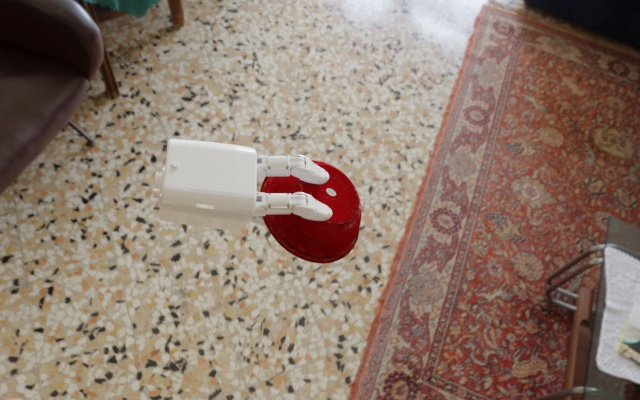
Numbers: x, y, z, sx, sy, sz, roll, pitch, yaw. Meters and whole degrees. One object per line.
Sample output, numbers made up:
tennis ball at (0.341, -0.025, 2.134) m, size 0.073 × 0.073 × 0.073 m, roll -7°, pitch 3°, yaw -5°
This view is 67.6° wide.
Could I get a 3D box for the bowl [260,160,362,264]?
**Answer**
bowl at (0.001, 0.002, 0.658) m, size 0.162 × 0.162 × 0.055 m, roll 0°, pitch -27°, yaw -34°
